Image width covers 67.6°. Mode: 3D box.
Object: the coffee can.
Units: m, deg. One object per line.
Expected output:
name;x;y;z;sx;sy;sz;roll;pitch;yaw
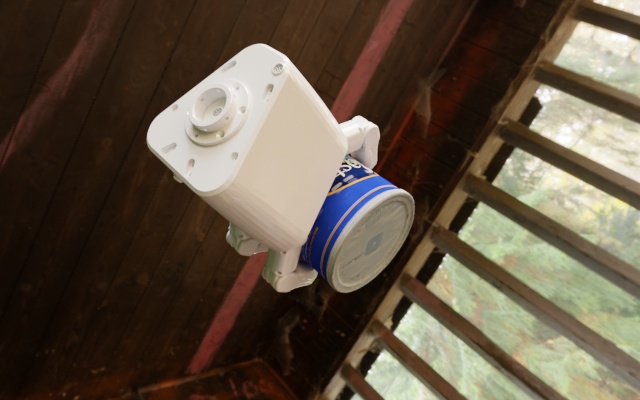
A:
coffee can;0.000;0.002;0.441;0.140;0.103;0.103;38;22;32
